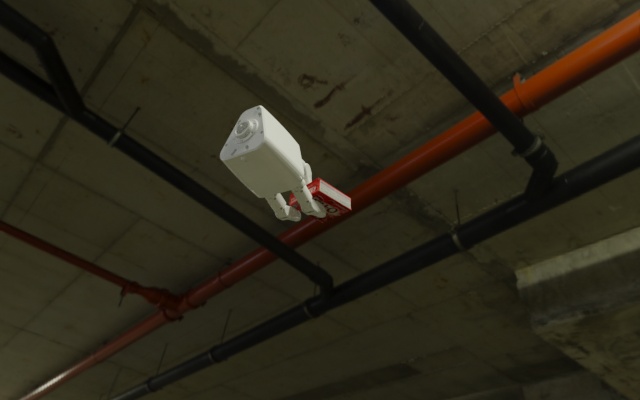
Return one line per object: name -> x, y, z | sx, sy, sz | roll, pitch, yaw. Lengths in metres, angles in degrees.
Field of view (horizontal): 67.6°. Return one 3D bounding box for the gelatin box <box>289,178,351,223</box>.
gelatin box -> 0.000, 0.003, 0.863 | 0.073, 0.030, 0.089 | -27, -42, 36
